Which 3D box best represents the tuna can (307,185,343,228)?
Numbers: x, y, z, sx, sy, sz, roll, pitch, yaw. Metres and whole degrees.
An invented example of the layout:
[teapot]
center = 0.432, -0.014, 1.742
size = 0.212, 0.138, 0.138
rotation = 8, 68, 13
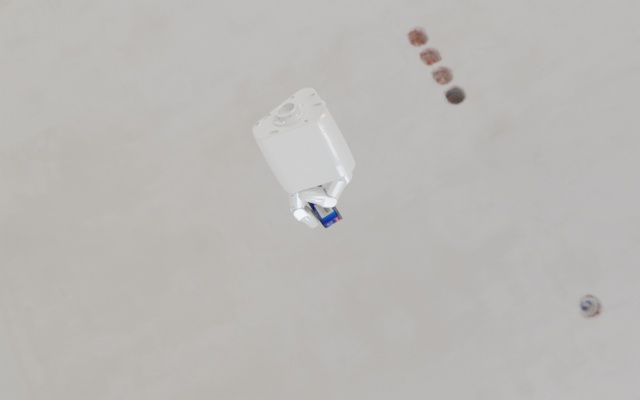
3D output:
[tuna can]
center = 0.000, 0.003, 0.786
size = 0.034, 0.086, 0.086
rotation = -32, -1, 2
